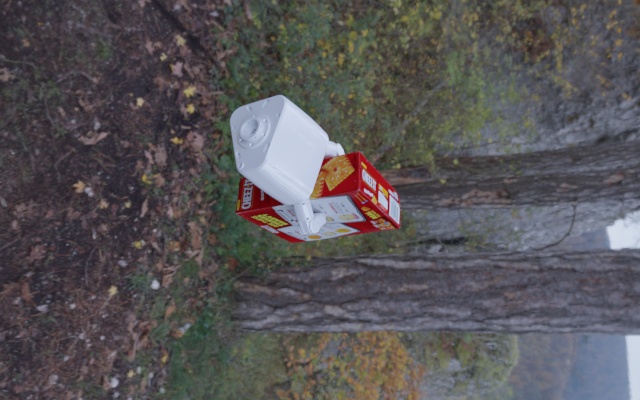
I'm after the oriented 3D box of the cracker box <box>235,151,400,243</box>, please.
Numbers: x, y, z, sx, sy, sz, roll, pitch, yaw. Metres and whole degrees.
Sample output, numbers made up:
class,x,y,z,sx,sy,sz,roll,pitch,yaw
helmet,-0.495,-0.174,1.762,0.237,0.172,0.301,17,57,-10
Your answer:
class,x,y,z,sx,sy,sz,roll,pitch,yaw
cracker box,0.000,0.003,0.766,0.214,0.072,0.164,-10,-26,28
